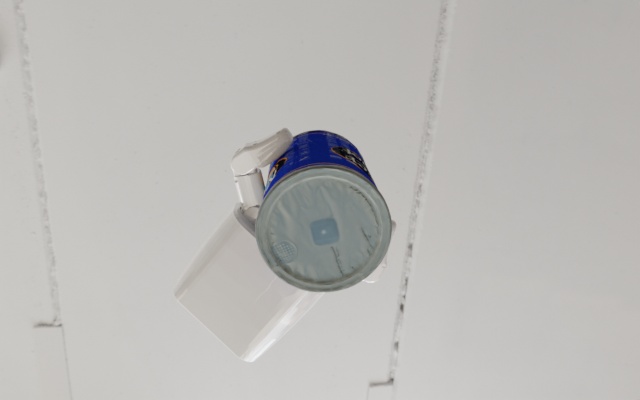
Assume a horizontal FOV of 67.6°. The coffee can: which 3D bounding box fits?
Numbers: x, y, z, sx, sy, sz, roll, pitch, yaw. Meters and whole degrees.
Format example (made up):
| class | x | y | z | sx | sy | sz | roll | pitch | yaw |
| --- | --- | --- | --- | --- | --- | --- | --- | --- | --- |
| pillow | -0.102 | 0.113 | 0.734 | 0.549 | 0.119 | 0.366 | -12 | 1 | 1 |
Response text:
| class | x | y | z | sx | sy | sz | roll | pitch | yaw |
| --- | --- | --- | --- | --- | --- | --- | --- | --- | --- |
| coffee can | 0.000 | 0.001 | 0.421 | 0.103 | 0.103 | 0.140 | 0 | 19 | -2 |
